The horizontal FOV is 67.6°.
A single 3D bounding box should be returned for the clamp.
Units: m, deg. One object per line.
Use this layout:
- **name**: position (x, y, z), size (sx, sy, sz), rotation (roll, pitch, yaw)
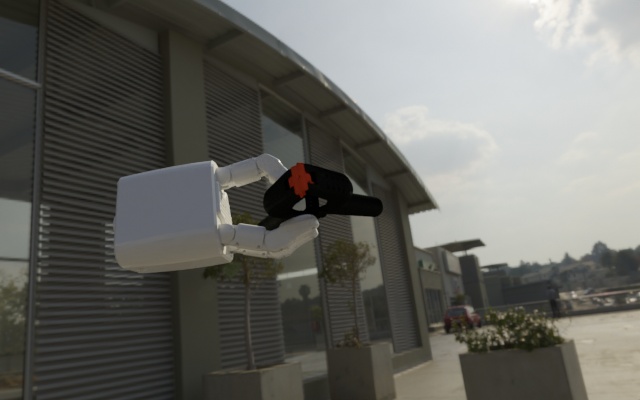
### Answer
- **clamp**: position (0.000, 0.001, 0.531), size (0.164, 0.036, 0.210), rotation (-12, -14, -4)
